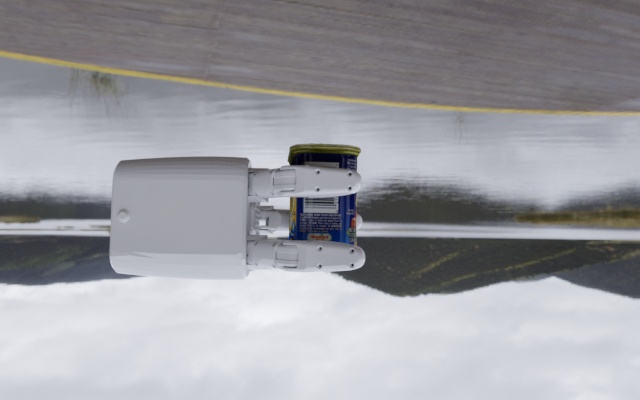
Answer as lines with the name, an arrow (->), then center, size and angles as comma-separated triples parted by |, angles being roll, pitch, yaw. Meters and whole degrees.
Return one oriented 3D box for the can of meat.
can of meat -> 0.000, 0.002, 0.409 | 0.057, 0.084, 0.102 | 2, -3, -6
